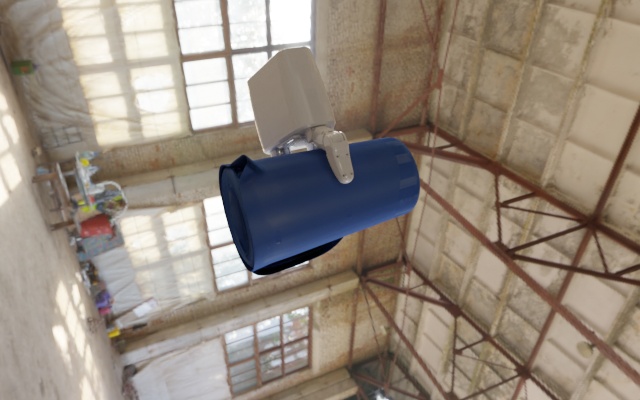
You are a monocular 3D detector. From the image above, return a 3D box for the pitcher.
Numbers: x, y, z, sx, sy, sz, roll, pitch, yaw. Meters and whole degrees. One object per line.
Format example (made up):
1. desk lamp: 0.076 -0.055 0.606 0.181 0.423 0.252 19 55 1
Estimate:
1. pitcher: 0.000 0.002 0.619 0.243 0.145 0.149 -15 -5 -21
